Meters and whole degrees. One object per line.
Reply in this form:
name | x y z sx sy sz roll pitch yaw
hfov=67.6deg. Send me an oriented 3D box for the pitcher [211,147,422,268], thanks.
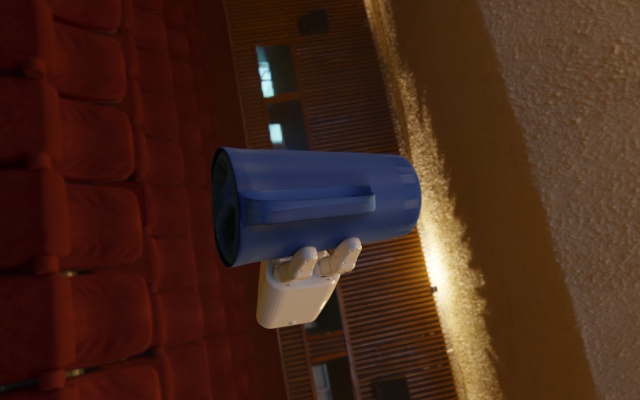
pitcher | 0.000 0.002 0.564 0.243 0.149 0.145 -4 -42 -24
